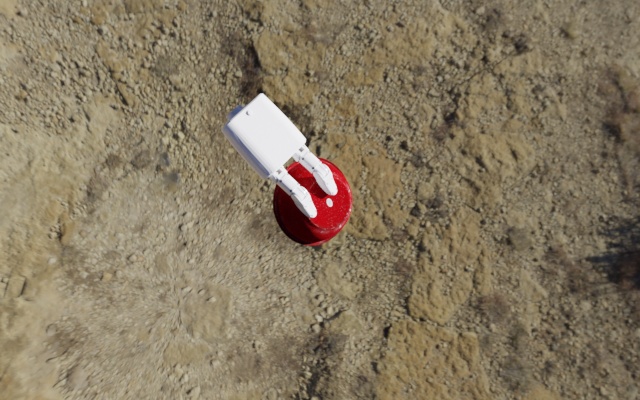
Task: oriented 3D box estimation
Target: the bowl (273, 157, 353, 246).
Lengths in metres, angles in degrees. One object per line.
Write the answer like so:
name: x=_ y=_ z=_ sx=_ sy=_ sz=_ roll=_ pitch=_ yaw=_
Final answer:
bowl: x=0.001 y=0.003 z=0.841 sx=0.162 sy=0.162 sz=0.055 roll=0 pitch=3 yaw=-31
